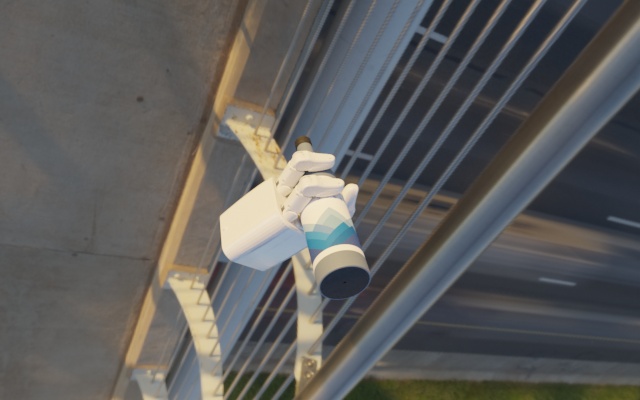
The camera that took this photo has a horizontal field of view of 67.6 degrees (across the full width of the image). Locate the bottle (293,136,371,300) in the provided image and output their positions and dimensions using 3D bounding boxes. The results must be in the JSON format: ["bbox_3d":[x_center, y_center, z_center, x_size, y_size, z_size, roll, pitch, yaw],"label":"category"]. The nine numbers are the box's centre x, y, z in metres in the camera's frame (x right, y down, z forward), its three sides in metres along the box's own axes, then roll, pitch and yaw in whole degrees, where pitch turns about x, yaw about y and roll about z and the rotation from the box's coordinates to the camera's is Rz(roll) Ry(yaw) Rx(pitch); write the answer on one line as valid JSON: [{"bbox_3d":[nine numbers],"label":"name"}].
[{"bbox_3d":[0.000,0.002,0.683,0.069,0.069,0.295,0,42,-16],"label":"bottle"}]
